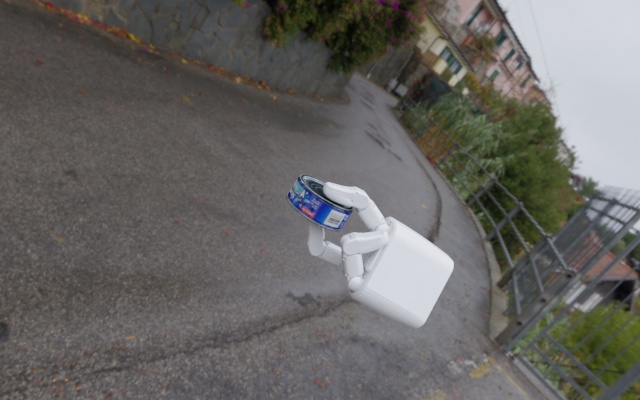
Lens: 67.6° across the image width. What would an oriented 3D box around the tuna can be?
[{"bbox_3d":[0.000,0.002,0.628,0.086,0.034,0.086,30,15,-9],"label":"tuna can"}]
